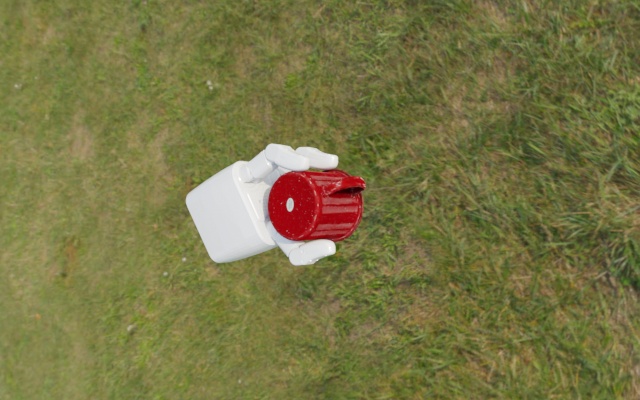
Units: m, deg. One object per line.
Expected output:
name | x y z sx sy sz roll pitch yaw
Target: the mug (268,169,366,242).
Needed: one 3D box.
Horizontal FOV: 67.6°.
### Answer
mug | 0.001 0.001 0.566 0.117 0.093 0.081 -26 -16 35
